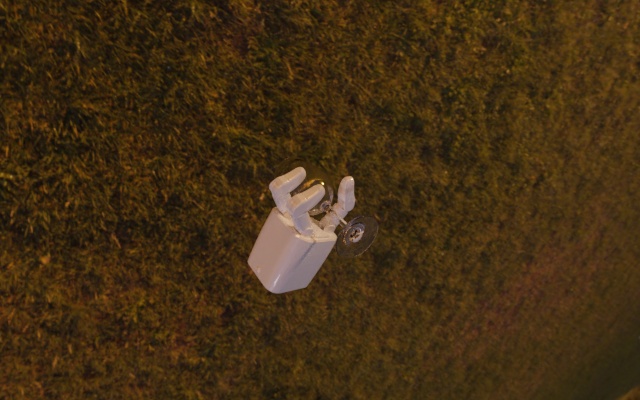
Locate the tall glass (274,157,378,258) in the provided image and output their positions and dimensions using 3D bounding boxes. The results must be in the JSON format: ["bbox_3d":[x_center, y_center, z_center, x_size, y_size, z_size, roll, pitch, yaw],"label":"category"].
[{"bbox_3d":[0.001,0.003,0.748,0.079,0.079,0.201,0,31,-38],"label":"tall glass"}]
